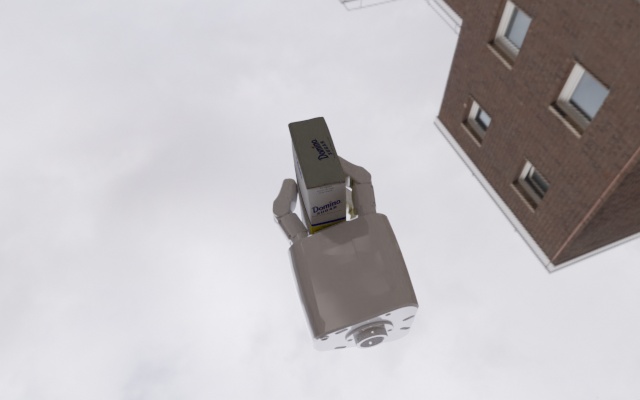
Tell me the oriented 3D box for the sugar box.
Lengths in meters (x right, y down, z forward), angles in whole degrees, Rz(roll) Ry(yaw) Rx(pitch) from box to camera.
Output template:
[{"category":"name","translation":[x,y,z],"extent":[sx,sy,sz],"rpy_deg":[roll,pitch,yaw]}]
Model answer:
[{"category":"sugar box","translation":[0.001,0.002,0.539],"extent":[0.048,0.093,0.176],"rpy_deg":[-11,-36,-8]}]
